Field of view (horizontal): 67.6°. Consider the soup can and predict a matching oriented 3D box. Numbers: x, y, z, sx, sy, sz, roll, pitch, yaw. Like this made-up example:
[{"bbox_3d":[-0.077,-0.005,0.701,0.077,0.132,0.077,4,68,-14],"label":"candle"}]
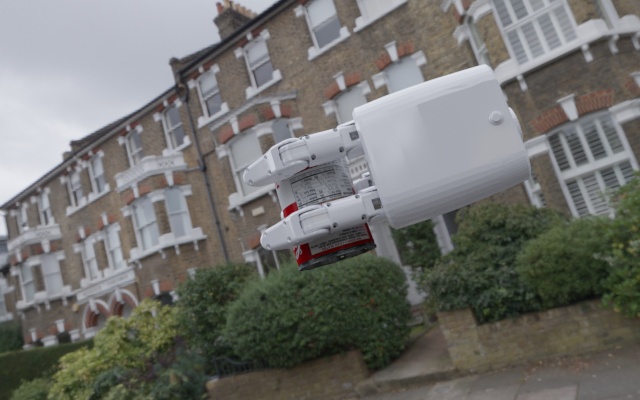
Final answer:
[{"bbox_3d":[0.000,0.001,0.407,0.068,0.102,0.068,-17,-11,-3],"label":"soup can"}]
